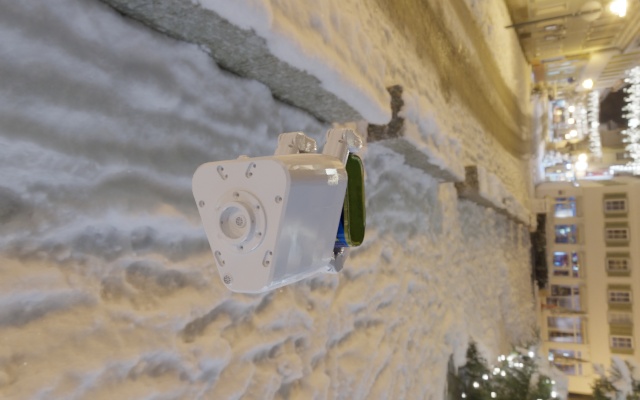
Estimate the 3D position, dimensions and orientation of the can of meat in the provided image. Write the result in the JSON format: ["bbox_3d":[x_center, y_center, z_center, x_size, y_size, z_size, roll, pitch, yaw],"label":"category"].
[{"bbox_3d":[0.000,0.002,0.510,0.084,0.102,0.057,-3,-1,26],"label":"can of meat"}]
